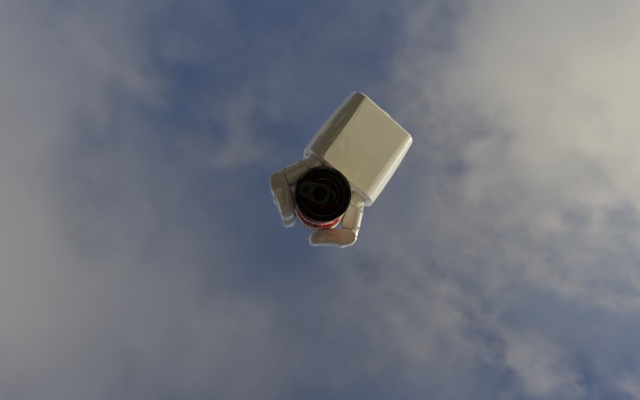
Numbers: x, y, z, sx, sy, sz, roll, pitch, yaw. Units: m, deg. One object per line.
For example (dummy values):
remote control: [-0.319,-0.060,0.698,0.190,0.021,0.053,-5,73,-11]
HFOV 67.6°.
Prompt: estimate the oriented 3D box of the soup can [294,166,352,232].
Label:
soup can: [0.000,0.003,0.607,0.068,0.068,0.102,0,-12,-3]
